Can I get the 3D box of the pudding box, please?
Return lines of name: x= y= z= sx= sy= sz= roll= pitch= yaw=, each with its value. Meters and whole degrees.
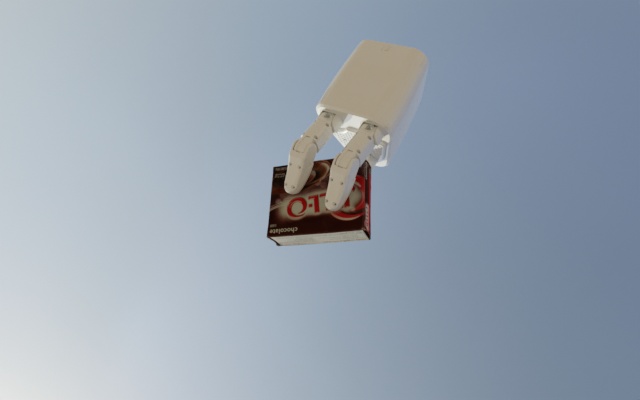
pudding box: x=0.000 y=0.002 z=0.535 sx=0.113 sy=0.090 sz=0.039 roll=-7 pitch=-28 yaw=19
